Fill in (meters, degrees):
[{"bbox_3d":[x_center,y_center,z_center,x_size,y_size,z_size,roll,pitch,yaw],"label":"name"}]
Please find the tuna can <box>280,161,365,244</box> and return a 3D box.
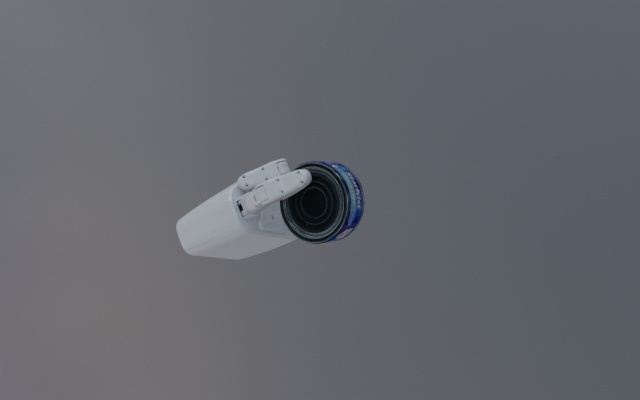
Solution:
[{"bbox_3d":[0.000,0.002,0.495,0.086,0.086,0.034,0,3,31],"label":"tuna can"}]
